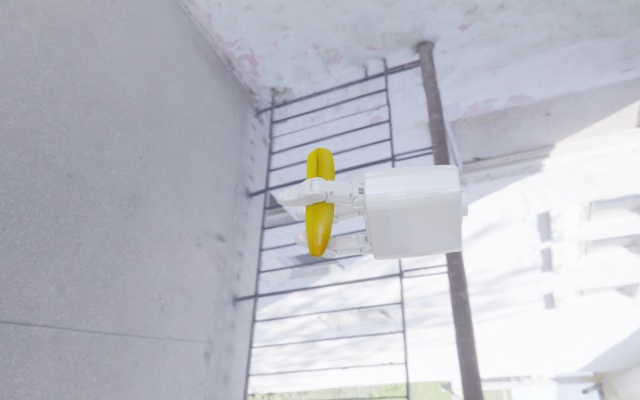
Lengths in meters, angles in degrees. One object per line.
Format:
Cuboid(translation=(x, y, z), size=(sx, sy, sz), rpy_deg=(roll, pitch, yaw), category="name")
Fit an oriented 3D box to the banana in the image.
Cuboid(translation=(0.000, -0.015, 0.601), size=(0.037, 0.070, 0.197), rpy_deg=(0, 34, 0), category="banana")
